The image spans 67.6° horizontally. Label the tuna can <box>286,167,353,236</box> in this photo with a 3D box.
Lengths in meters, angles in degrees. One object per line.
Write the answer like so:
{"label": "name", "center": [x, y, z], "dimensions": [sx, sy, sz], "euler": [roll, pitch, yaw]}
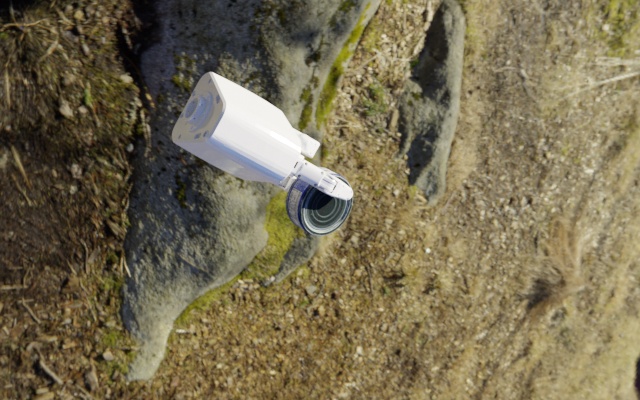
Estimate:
{"label": "tuna can", "center": [0.000, 0.002, 0.618], "dimensions": [0.086, 0.086, 0.033], "euler": [0, 19, -37]}
